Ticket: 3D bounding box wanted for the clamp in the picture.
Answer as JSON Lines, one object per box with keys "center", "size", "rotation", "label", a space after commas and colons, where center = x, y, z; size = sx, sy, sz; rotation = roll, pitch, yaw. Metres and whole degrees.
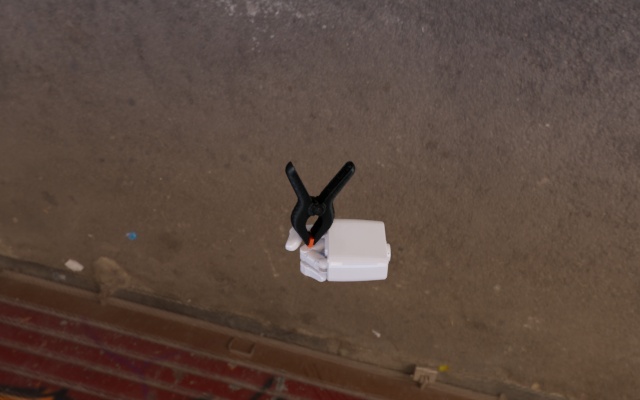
{"center": [0.000, 0.003, 0.824], "size": [0.120, 0.172, 0.039], "rotation": [-6, 36, -10], "label": "clamp"}
